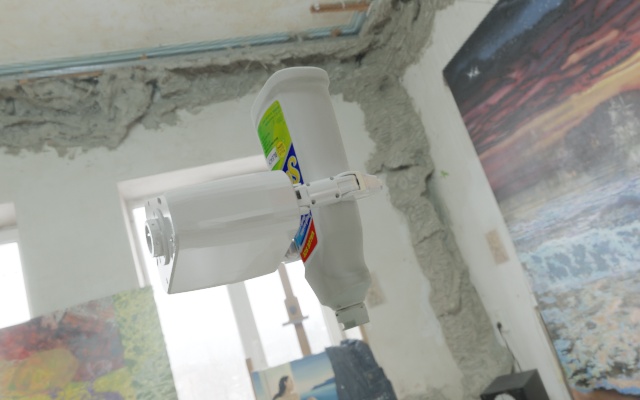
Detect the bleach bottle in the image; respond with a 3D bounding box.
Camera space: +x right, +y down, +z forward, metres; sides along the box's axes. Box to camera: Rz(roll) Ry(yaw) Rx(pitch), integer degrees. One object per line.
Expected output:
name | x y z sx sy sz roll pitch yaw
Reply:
bleach bottle | 0.000 0.002 0.478 0.068 0.250 0.102 -10 -15 -30
